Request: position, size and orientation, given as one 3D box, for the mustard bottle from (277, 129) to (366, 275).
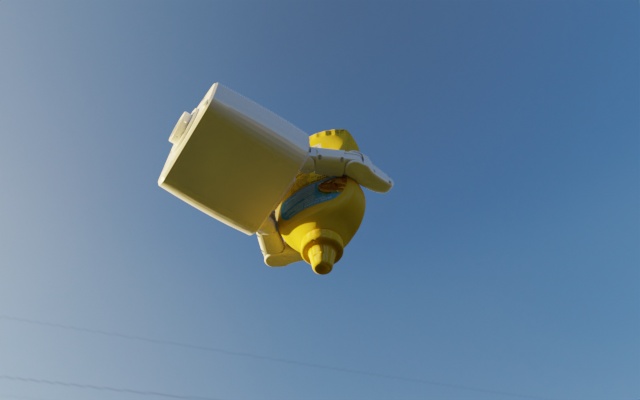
[{"bbox_3d":[0.000,0.002,0.508,0.096,0.058,0.191,-24,35,17],"label":"mustard bottle"}]
